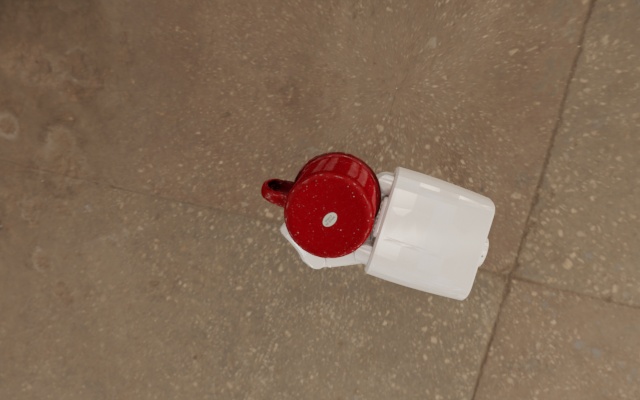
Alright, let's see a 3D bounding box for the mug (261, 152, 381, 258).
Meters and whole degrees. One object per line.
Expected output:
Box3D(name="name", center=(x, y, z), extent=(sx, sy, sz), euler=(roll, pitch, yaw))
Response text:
Box3D(name="mug", center=(-0.001, 0.001, 0.457), extent=(0.117, 0.093, 0.081), euler=(17, 15, 3))
